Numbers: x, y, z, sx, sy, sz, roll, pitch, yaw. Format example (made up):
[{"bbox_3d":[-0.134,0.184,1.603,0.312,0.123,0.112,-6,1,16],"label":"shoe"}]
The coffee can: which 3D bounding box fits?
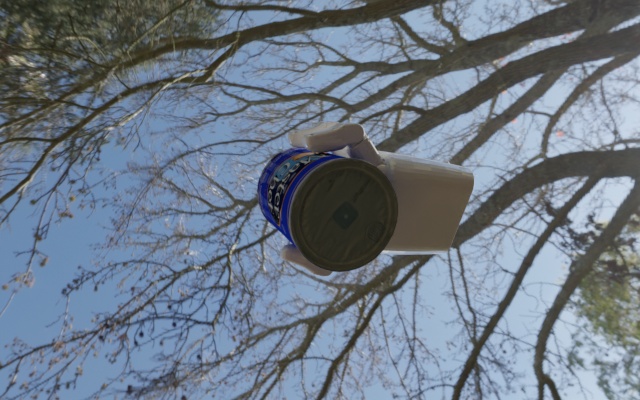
[{"bbox_3d":[0.000,0.002,0.483,0.103,0.103,0.140,0,10,-20],"label":"coffee can"}]
